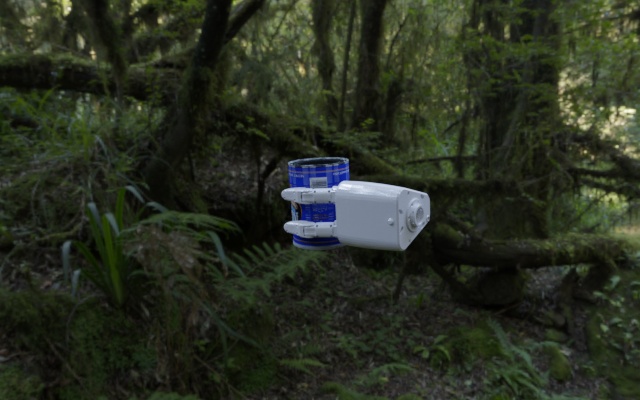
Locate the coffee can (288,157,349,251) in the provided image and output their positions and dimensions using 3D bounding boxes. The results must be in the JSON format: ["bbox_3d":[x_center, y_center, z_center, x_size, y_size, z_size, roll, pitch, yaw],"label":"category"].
[{"bbox_3d":[0.000,0.003,0.809,0.103,0.140,0.102,-3,12,1],"label":"coffee can"}]
